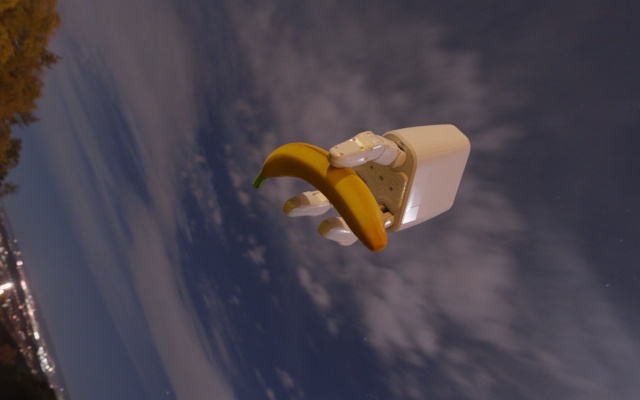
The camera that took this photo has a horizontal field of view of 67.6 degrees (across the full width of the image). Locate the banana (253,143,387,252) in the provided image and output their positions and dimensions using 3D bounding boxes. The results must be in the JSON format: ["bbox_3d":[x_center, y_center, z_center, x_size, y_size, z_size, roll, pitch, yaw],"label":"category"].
[{"bbox_3d":[0.000,-0.017,0.487,0.037,0.070,0.197,-10,26,-40],"label":"banana"}]
